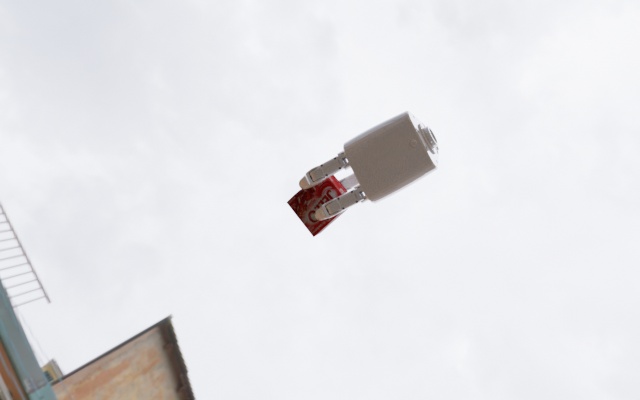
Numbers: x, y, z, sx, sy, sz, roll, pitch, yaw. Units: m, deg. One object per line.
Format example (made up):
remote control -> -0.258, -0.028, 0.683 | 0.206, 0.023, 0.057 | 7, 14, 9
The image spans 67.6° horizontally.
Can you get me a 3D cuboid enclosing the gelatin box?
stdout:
gelatin box -> 0.000, 0.003, 0.758 | 0.089, 0.073, 0.030 | -43, -9, 27
